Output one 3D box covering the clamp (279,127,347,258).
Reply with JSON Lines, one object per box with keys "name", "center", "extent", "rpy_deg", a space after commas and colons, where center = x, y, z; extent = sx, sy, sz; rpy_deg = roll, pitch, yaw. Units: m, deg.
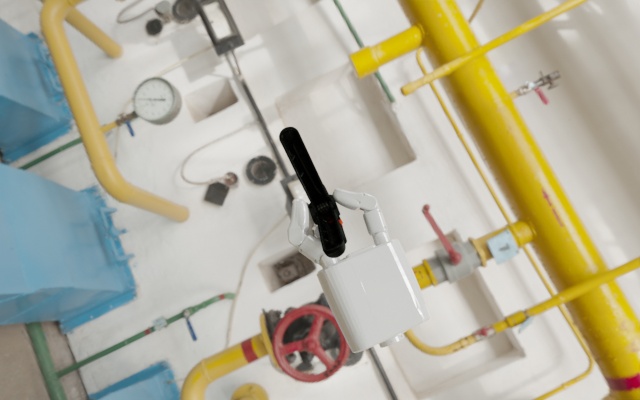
{"name": "clamp", "center": [0.001, 0.002, 0.620], "extent": [0.036, 0.164, 0.210], "rpy_deg": [-22, -12, 3]}
